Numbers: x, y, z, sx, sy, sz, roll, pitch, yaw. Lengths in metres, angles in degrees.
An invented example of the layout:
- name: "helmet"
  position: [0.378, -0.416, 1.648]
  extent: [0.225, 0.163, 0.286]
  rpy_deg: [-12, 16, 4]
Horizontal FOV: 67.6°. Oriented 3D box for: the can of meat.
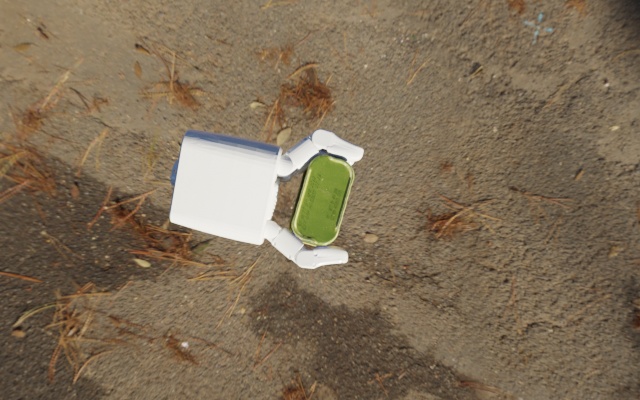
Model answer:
- name: "can of meat"
  position: [0.000, 0.002, 0.551]
  extent: [0.057, 0.102, 0.084]
  rpy_deg: [16, -5, -2]
